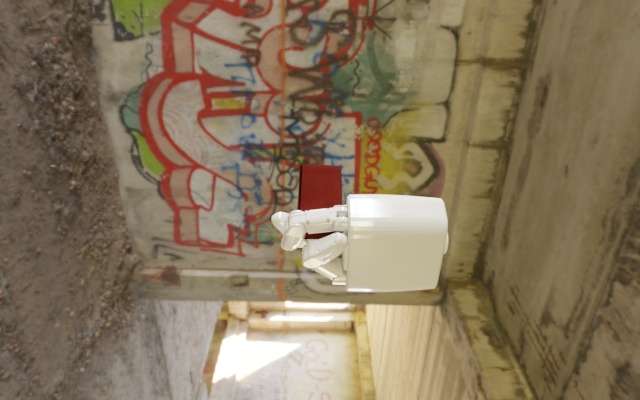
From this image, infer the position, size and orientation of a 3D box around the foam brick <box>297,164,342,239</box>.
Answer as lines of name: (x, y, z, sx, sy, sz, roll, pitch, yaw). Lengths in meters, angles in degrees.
foam brick: (0.000, 0.002, 0.576, 0.051, 0.078, 0.053, -1, -38, 1)
